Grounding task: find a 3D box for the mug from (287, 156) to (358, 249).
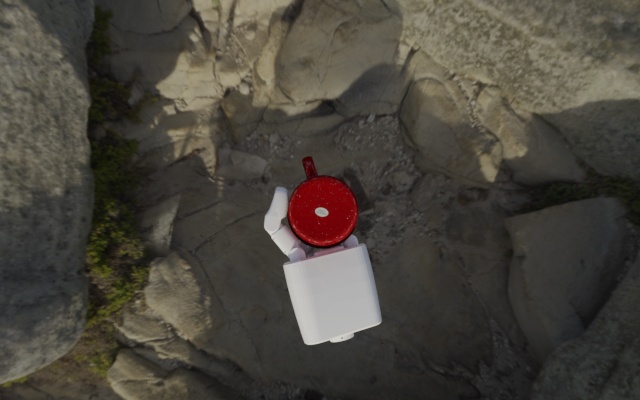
[{"bbox_3d":[0.000,0.000,0.584,0.093,0.117,0.081,-14,-4,-1],"label":"mug"}]
